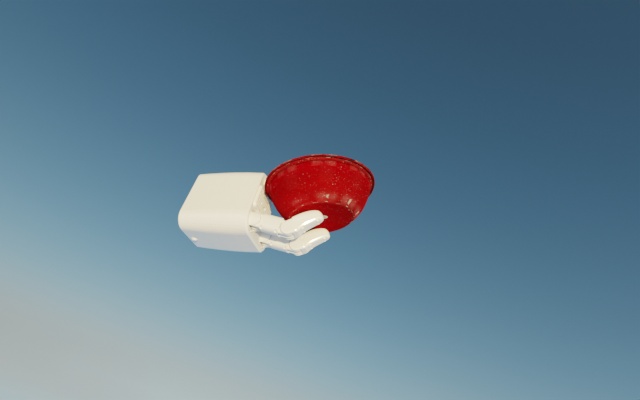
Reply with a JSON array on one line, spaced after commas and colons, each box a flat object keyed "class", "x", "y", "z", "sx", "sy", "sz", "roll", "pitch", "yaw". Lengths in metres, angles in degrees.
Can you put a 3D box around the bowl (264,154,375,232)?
[{"class": "bowl", "x": 0.001, "y": 0.002, "z": 0.684, "sx": 0.162, "sy": 0.055, "sz": 0.162, "roll": -2, "pitch": -31, "yaw": -1}]
